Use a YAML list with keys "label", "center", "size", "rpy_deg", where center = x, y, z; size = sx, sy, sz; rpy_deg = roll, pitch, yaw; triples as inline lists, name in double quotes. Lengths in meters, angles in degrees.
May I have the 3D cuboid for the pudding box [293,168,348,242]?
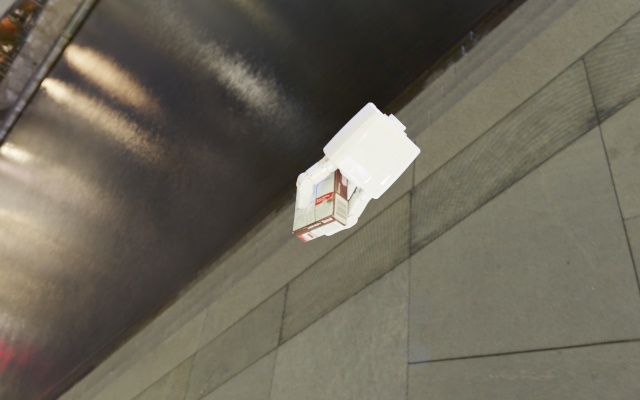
- label: "pudding box"
  center: [0.000, 0.003, 0.798]
  size: [0.090, 0.113, 0.039]
  rpy_deg: [-25, -46, 33]
